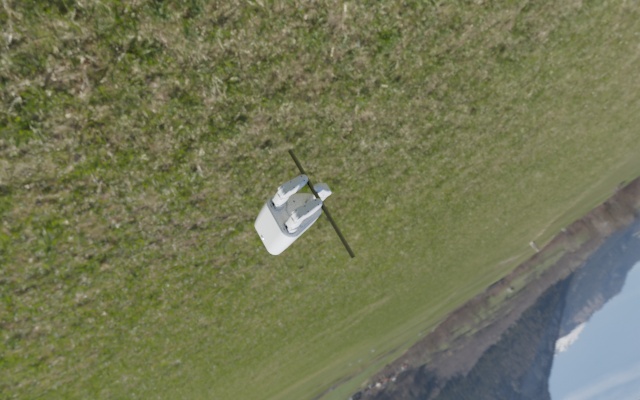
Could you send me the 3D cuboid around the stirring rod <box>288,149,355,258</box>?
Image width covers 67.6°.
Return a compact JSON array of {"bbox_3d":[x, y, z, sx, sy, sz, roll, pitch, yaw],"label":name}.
[{"bbox_3d":[0.000,0.003,0.898,0.011,0.239,0.011,-29,-14,-8],"label":"stirring rod"}]
